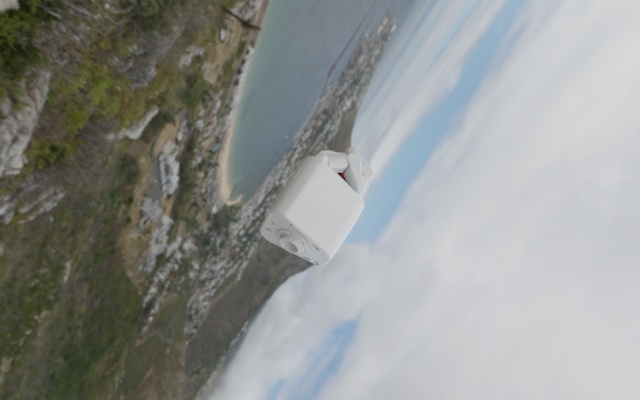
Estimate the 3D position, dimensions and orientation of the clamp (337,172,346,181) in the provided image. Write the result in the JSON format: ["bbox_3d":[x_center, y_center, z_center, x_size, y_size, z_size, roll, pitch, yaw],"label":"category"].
[{"bbox_3d":[0.001,0.003,0.776,0.039,0.120,0.171,34,-32,-1],"label":"clamp"}]
